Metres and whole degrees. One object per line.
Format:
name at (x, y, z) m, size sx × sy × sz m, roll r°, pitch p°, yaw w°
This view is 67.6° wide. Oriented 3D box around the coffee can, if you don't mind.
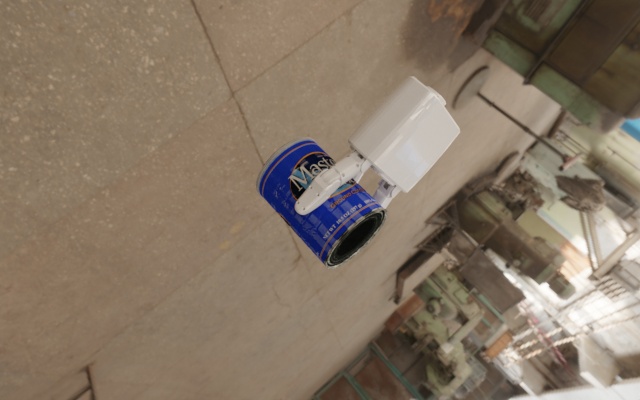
coffee can at (0.000, 0.002, 0.609) m, size 0.140 × 0.103 × 0.103 m, roll 46°, pitch 21°, yaw 22°
